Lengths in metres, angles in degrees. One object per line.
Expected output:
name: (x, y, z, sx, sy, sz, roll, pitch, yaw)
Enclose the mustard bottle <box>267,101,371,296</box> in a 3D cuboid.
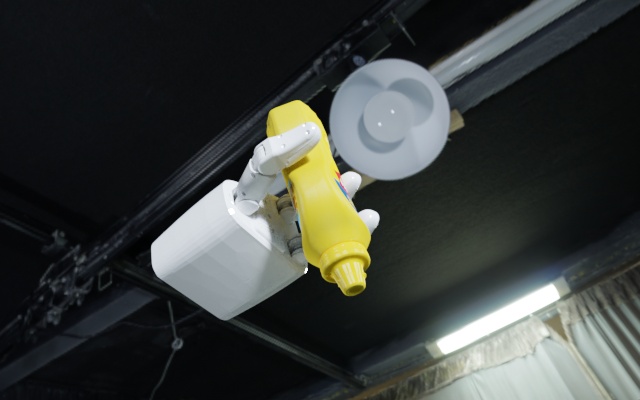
mustard bottle: (0.000, 0.001, 0.431, 0.058, 0.191, 0.096, -20, -40, -1)
